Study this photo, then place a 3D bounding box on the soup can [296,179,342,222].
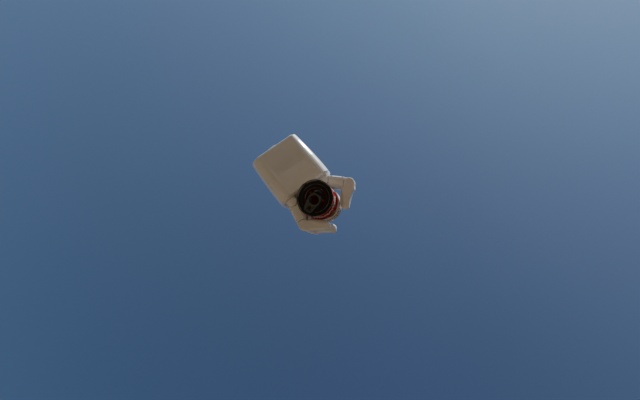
[{"bbox_3d":[0.001,0.003,0.899,0.068,0.068,0.102,0,-9,12],"label":"soup can"}]
